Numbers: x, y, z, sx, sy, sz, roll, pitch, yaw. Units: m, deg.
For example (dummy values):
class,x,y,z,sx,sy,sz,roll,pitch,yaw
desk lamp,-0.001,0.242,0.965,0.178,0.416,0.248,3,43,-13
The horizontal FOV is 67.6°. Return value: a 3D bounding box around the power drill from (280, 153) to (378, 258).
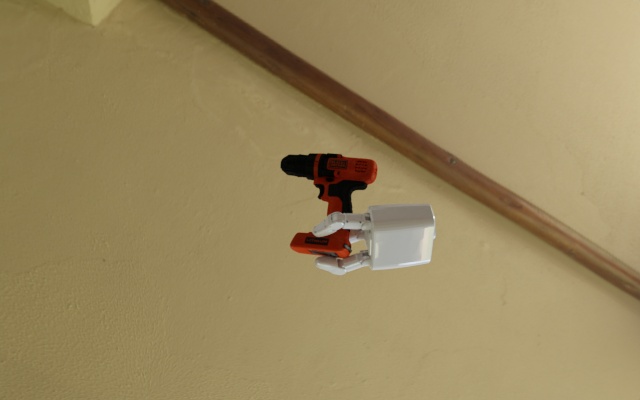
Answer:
class,x,y,z,sx,sy,sz,roll,pitch,yaw
power drill,0.000,0.003,0.858,0.184,0.187,0.057,5,-17,19
